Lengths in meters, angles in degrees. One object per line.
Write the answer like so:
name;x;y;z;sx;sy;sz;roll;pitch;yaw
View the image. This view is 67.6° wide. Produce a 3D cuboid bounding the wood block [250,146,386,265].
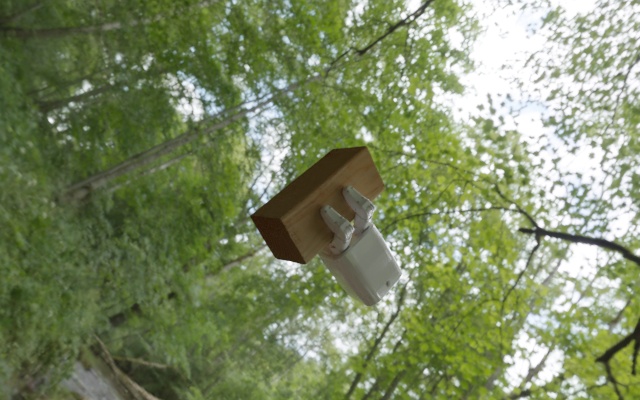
wood block;0.000;0.003;0.788;0.206;0.090;0.091;-41;25;-30
